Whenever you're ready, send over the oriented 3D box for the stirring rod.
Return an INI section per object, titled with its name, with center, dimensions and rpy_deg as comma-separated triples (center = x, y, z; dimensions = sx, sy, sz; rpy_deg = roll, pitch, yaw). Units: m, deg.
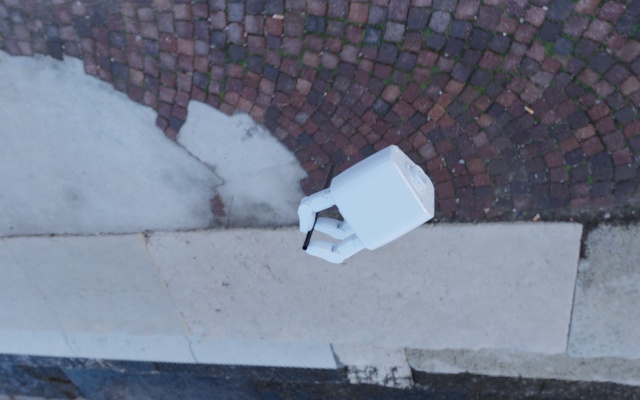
[stirring rod]
center = 0.000, 0.002, 0.795
dimensions = 0.011, 0.011, 0.239
rpy_deg = 0, 34, 14
